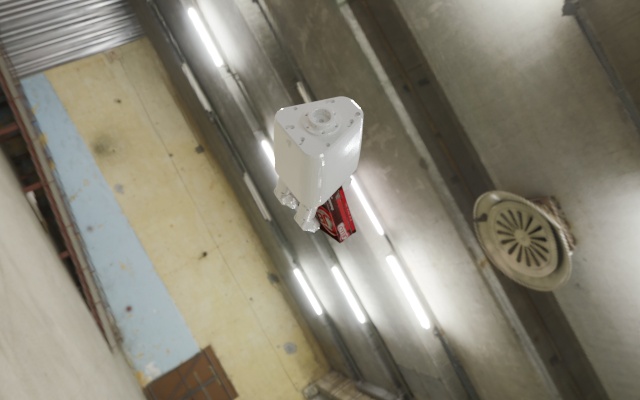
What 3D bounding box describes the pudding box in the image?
[{"bbox_3d":[0.000,0.002,0.727,0.039,0.090,0.113,-31,35,-18],"label":"pudding box"}]
